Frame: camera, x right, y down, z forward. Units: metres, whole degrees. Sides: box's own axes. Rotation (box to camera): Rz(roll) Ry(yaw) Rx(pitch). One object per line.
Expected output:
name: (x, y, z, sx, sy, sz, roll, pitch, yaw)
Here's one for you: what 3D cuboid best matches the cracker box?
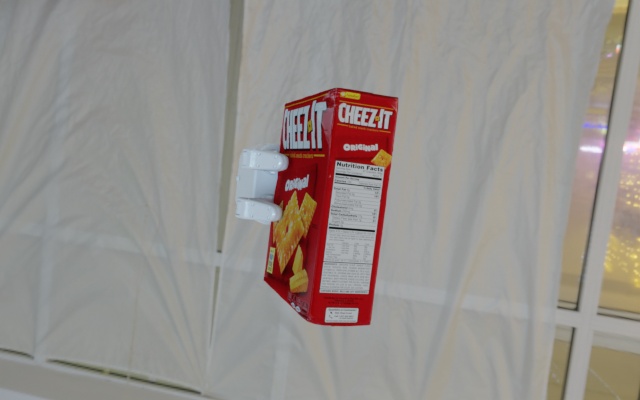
cracker box: (0.000, 0.002, 0.498, 0.072, 0.214, 0.164, 5, 4, -21)
